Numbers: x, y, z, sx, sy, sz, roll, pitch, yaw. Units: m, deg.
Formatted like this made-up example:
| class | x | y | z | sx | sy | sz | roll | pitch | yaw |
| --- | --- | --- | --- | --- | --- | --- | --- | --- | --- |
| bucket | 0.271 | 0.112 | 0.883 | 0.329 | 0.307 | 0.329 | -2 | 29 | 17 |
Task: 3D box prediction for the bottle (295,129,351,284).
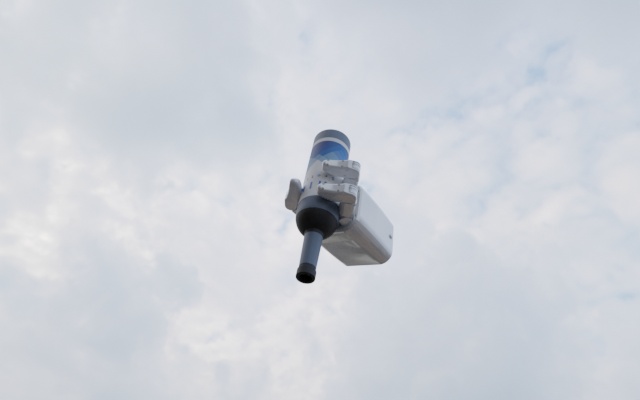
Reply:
| class | x | y | z | sx | sy | sz | roll | pitch | yaw |
| --- | --- | --- | --- | --- | --- | --- | --- | --- | --- |
| bottle | 0.000 | 0.002 | 0.751 | 0.069 | 0.295 | 0.069 | 6 | -44 | 6 |
